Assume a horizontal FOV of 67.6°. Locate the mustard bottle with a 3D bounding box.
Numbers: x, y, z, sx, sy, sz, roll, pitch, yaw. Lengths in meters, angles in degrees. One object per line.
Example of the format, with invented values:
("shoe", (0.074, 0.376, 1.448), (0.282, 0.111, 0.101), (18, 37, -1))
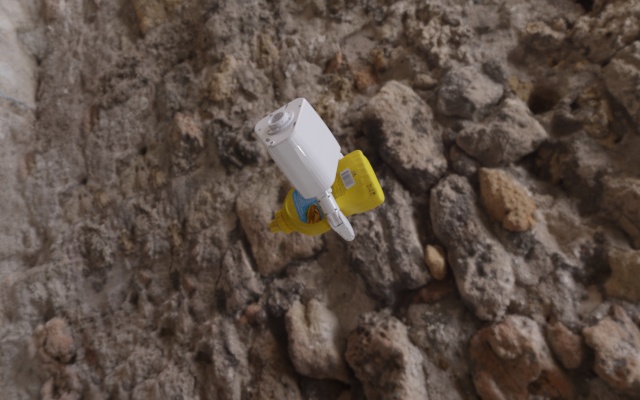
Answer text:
("mustard bottle", (0.001, 0.003, 0.769), (0.191, 0.096, 0.058), (-28, -30, 13))
